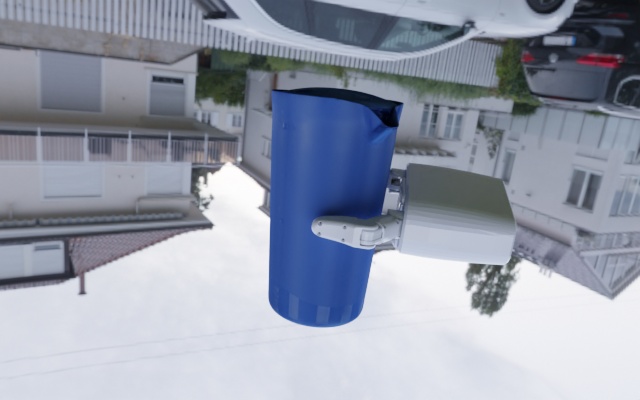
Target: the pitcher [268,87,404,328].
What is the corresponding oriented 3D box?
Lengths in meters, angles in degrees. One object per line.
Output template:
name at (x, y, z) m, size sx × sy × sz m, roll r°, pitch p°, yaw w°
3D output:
pitcher at (0.000, 0.002, 0.517) m, size 0.145 × 0.243 × 0.149 m, roll 8°, pitch 15°, yaw 6°
